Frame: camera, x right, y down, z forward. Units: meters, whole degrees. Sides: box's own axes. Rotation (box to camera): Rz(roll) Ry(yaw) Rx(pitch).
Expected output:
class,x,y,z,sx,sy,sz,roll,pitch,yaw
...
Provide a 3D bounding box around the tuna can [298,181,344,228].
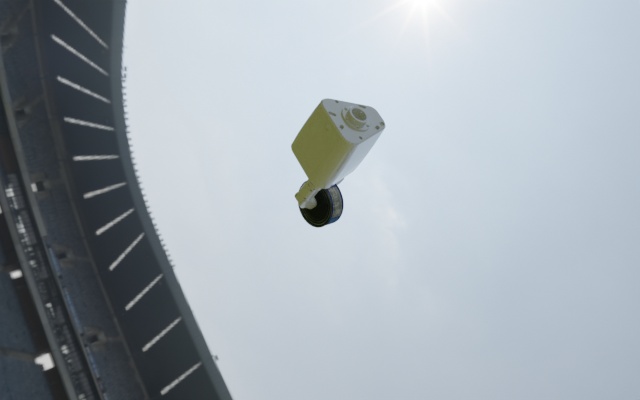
class,x,y,z,sx,sy,sz,roll,pitch,yaw
tuna can,0.001,0.003,0.842,0.034,0.086,0.086,-15,10,-42
